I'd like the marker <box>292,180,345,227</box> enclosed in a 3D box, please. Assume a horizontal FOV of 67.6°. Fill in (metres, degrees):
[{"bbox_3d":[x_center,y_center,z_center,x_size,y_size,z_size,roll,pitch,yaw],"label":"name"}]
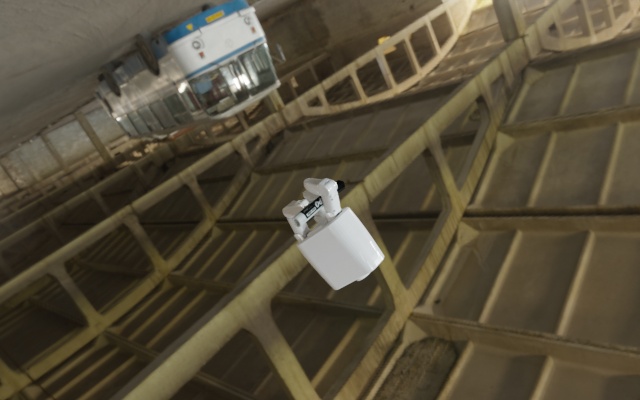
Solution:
[{"bbox_3d":[0.000,0.002,0.777,0.020,0.020,0.121,0,32,48],"label":"marker"}]
